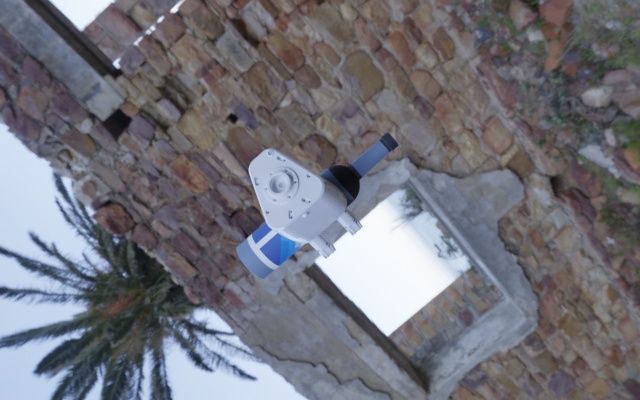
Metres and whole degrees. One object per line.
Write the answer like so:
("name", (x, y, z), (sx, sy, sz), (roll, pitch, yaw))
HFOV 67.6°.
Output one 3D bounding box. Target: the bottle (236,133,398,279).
("bottle", (0.000, 0.003, 0.742), (0.296, 0.069, 0.069), (-41, -5, 5))
